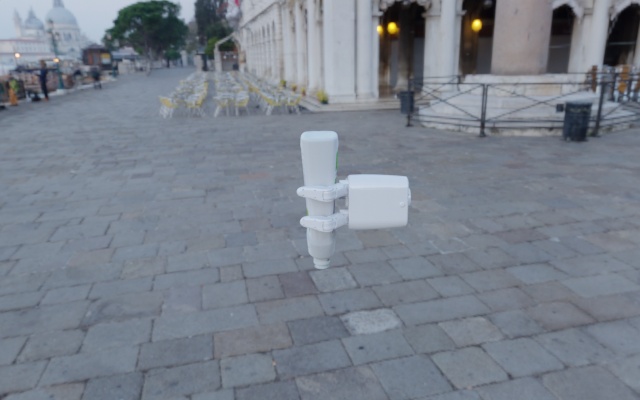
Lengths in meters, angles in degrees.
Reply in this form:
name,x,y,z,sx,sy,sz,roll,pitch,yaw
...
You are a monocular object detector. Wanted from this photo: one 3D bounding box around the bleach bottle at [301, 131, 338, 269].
name,x,y,z,sx,sy,sz,roll,pitch,yaw
bleach bottle,0.000,0.003,0.887,0.068,0.251,0.102,-1,17,0
